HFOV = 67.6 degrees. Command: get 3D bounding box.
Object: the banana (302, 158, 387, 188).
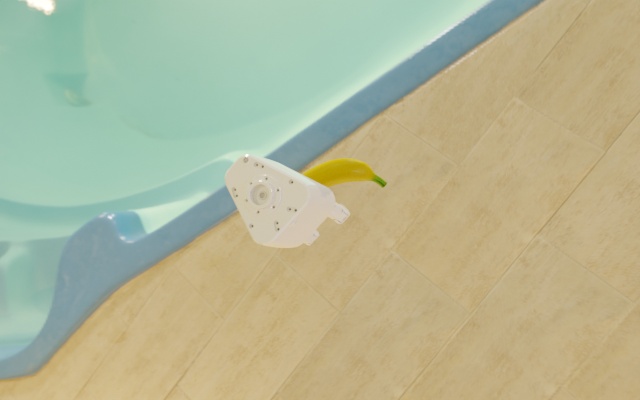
[{"bbox_3d":[-0.004,-0.016,0.723,0.198,0.069,0.037,-23,-5,11],"label":"banana"}]
